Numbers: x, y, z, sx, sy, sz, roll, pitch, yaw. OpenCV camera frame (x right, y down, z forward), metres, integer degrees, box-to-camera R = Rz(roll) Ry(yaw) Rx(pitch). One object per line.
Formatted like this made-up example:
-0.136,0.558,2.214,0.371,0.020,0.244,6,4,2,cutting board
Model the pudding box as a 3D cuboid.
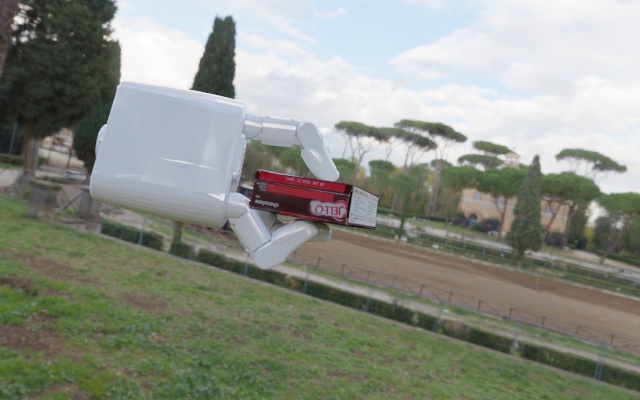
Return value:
0.000,0.001,0.441,0.090,0.039,0.113,11,0,20,pudding box
